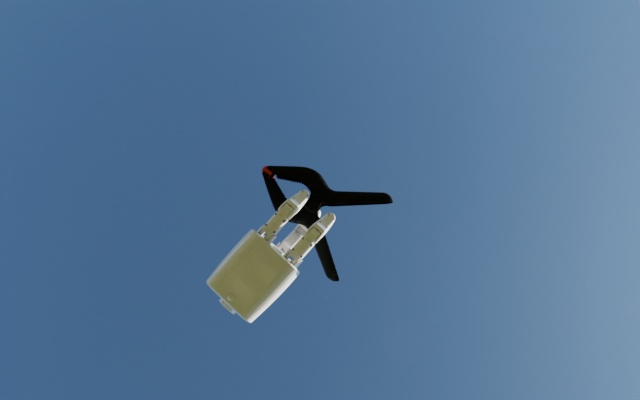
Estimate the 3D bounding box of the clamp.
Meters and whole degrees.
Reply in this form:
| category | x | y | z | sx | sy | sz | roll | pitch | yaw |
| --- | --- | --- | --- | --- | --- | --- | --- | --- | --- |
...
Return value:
| category | x | y | z | sx | sy | sz | roll | pitch | yaw |
| --- | --- | --- | --- | --- | --- | --- | --- | --- | --- |
| clamp | 0.000 | 0.003 | 0.769 | 0.210 | 0.164 | 0.036 | 41 | -11 | 8 |
